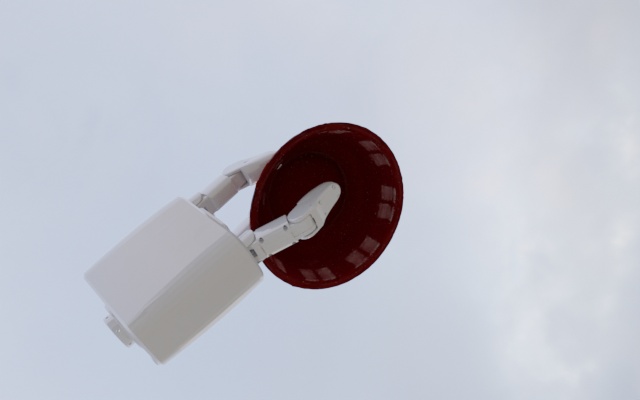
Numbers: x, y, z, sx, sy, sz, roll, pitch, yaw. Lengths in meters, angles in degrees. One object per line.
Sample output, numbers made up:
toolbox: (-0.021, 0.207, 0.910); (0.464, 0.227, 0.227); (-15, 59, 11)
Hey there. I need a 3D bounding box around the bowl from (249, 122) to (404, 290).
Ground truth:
bowl: (0.001, 0.001, 0.463); (0.162, 0.162, 0.055); (0, 16, -28)
